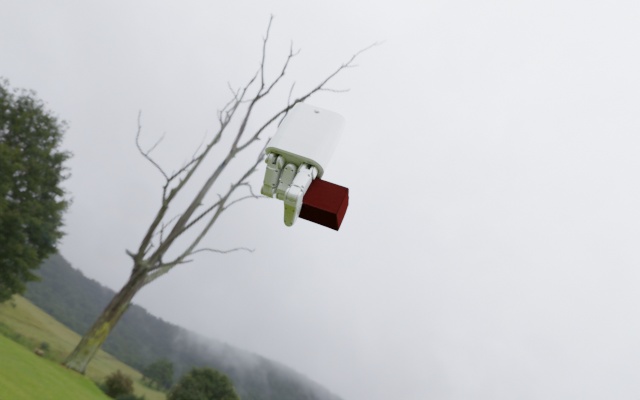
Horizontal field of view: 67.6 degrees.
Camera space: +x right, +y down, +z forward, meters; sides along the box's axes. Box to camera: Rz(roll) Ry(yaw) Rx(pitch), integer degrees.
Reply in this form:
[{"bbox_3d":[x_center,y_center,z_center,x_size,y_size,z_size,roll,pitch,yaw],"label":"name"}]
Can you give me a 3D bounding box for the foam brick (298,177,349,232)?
[{"bbox_3d":[0.000,0.003,0.726,0.078,0.051,0.053,19,-29,14],"label":"foam brick"}]
